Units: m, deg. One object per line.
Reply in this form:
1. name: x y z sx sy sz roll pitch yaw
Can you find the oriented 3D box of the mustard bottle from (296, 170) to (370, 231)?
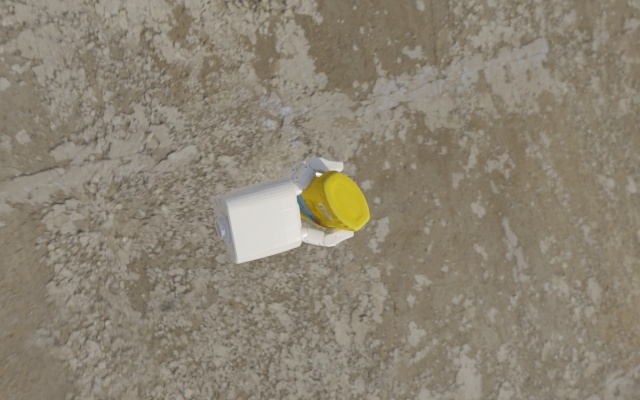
1. mustard bottle: 0.001 0.002 0.782 0.058 0.096 0.191 -43 16 -19
